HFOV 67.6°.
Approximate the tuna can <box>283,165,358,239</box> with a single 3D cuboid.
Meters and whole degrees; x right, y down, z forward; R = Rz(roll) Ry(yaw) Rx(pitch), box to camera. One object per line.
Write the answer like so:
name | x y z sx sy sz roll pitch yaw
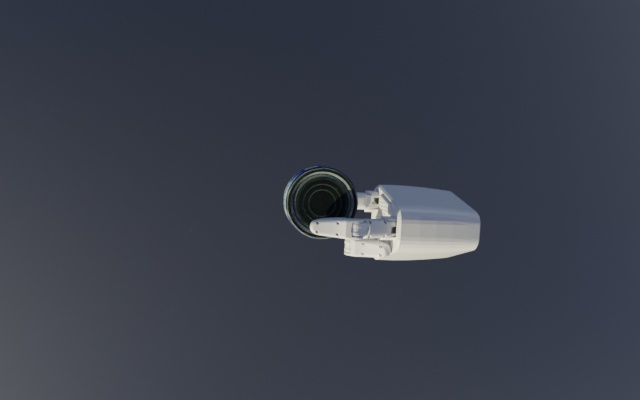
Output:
tuna can | 0.000 0.002 0.560 0.086 0.086 0.033 0 6 -8
